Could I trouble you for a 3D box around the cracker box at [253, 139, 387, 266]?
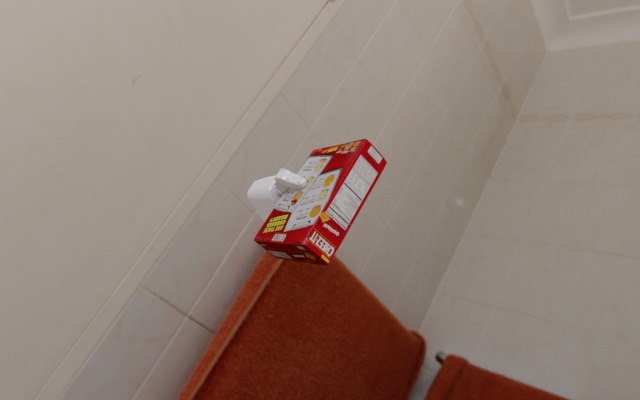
[{"bbox_3d":[0.000,0.002,0.824,0.072,0.213,0.164,42,-24,-26],"label":"cracker box"}]
